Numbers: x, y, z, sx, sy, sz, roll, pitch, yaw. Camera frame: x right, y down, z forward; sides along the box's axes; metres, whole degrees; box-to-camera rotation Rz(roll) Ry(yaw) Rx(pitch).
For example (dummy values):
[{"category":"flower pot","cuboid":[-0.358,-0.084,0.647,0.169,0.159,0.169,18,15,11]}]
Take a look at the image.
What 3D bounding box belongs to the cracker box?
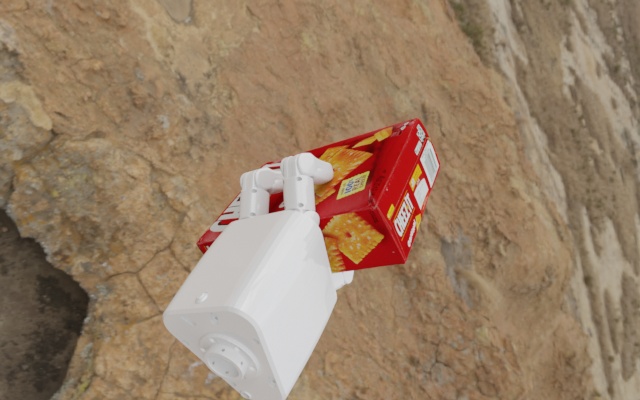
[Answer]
[{"category":"cracker box","cuboid":[0.000,0.002,0.495,0.214,0.072,0.164,-12,28,33]}]
